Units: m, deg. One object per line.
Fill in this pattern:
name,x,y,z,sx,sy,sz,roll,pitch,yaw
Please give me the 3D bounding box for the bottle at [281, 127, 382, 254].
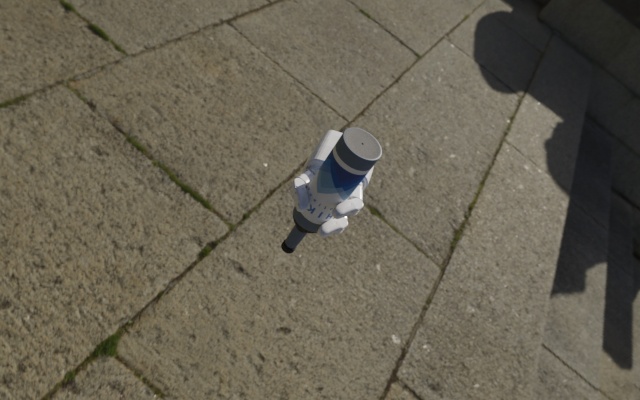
bottle,0.000,0.003,0.808,0.069,0.069,0.296,0,-36,-32
